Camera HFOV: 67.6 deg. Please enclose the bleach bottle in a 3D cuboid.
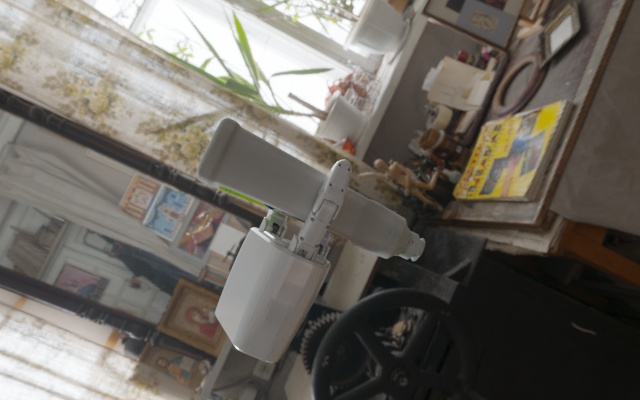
[{"bbox_3d":[0.000,0.002,0.504,0.251,0.068,0.102,26,-3,-10],"label":"bleach bottle"}]
